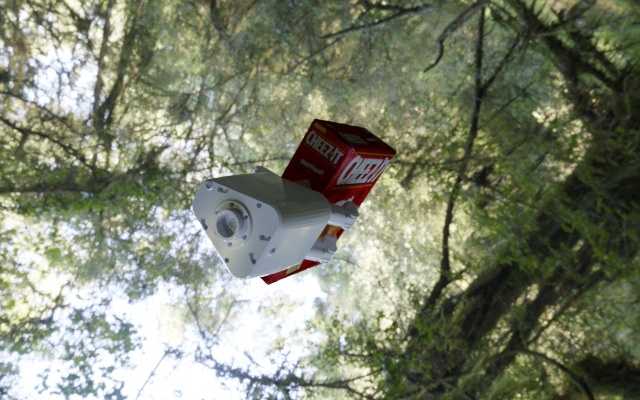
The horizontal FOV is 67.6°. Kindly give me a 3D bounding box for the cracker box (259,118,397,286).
[{"bbox_3d":[0.000,0.002,0.655,0.072,0.214,0.164,39,20,19],"label":"cracker box"}]
